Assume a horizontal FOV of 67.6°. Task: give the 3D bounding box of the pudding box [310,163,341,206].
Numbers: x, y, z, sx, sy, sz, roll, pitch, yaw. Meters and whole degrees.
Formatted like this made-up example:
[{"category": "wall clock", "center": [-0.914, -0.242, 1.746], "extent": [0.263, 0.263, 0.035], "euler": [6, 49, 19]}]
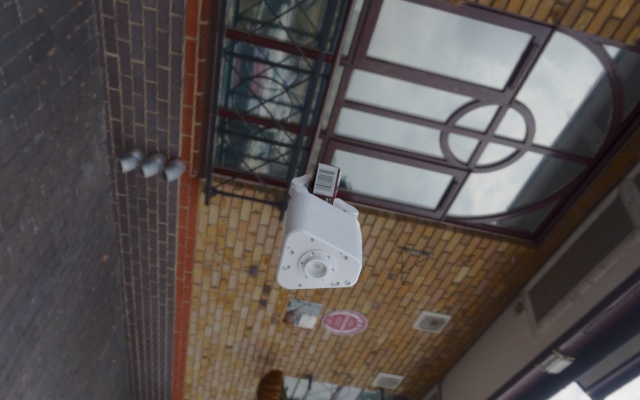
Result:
[{"category": "pudding box", "center": [0.000, 0.003, 0.755], "extent": [0.039, 0.113, 0.090], "euler": [14, -3, -3]}]
